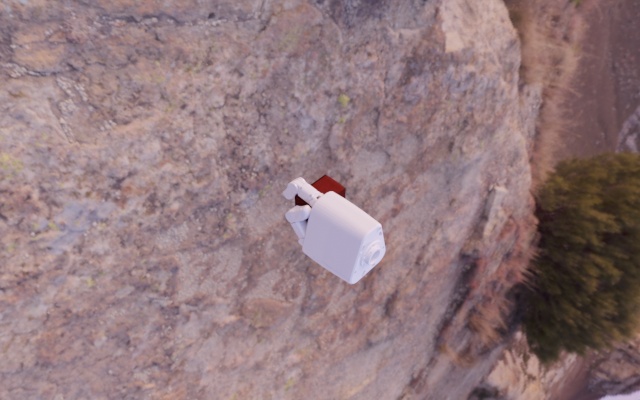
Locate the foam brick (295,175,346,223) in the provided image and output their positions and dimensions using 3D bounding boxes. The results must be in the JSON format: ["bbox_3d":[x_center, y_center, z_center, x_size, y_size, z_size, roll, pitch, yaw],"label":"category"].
[{"bbox_3d":[0.000,0.002,0.827,0.051,0.053,0.078,33,52,30],"label":"foam brick"}]
